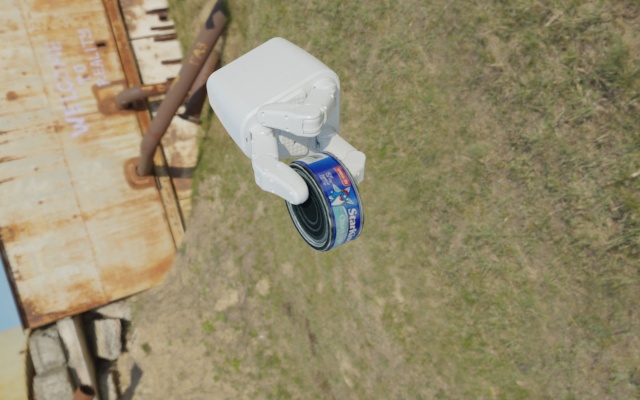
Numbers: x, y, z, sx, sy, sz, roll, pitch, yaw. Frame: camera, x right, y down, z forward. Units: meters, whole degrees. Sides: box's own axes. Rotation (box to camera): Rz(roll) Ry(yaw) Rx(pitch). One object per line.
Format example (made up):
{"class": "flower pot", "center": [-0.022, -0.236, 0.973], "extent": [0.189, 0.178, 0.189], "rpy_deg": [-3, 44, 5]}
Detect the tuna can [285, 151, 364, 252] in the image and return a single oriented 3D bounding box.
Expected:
{"class": "tuna can", "center": [0.000, 0.002, 0.426], "extent": [0.033, 0.086, 0.086], "rpy_deg": [-21, 10, -26]}
